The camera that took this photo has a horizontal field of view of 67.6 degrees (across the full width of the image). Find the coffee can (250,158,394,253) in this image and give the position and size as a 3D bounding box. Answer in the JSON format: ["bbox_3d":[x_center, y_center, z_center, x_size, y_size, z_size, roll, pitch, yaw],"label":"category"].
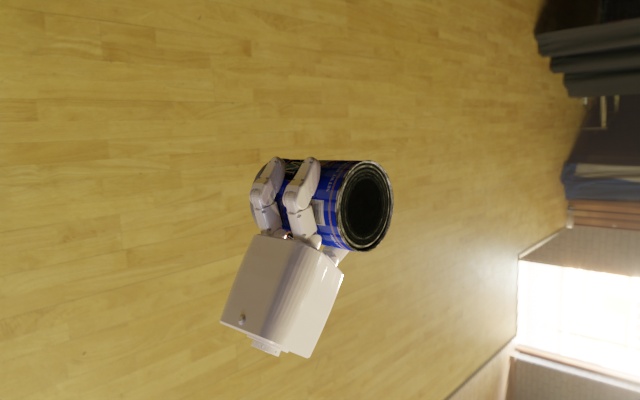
[{"bbox_3d":[0.000,0.002,0.568,0.140,0.103,0.103,5,4,42],"label":"coffee can"}]
